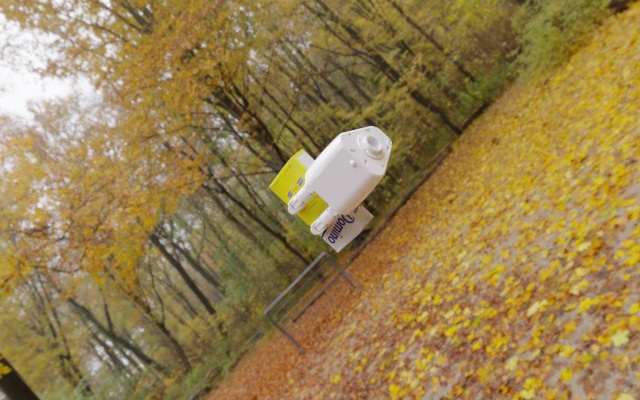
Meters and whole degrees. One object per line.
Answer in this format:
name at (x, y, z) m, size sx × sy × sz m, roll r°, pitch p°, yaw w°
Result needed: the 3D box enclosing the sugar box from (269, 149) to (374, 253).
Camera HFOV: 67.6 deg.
sugar box at (0.000, 0.003, 0.854) m, size 0.093 × 0.176 × 0.048 m, roll -49°, pitch -5°, yaw 41°
